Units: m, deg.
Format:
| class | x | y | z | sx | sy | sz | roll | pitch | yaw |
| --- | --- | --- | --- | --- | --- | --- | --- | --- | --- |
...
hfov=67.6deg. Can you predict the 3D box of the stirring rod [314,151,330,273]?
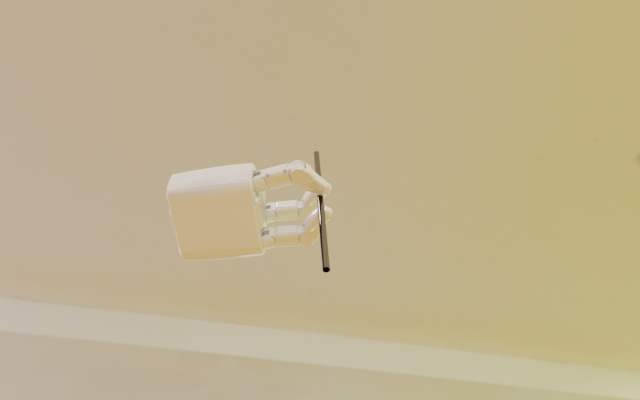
| class | x | y | z | sx | sy | sz | roll | pitch | yaw |
| --- | --- | --- | --- | --- | --- | --- | --- | --- | --- |
| stirring rod | 0.000 | 0.002 | 0.594 | 0.011 | 0.011 | 0.239 | 0 | 36 | -4 |
